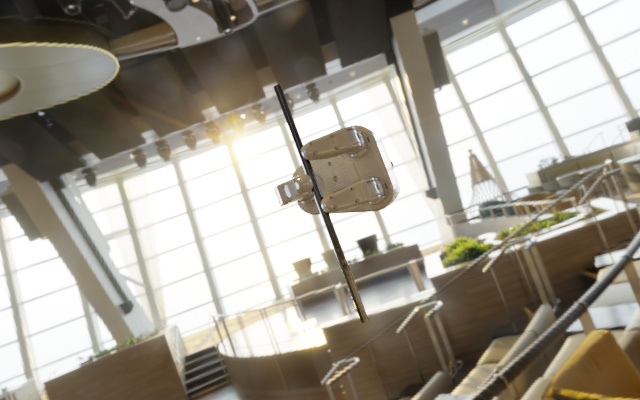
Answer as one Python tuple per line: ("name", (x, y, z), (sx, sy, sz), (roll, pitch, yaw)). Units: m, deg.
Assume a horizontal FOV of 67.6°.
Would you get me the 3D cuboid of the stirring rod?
("stirring rod", (0.000, 0.002, 0.457), (0.011, 0.239, 0.011), (-20, -3, -1))
